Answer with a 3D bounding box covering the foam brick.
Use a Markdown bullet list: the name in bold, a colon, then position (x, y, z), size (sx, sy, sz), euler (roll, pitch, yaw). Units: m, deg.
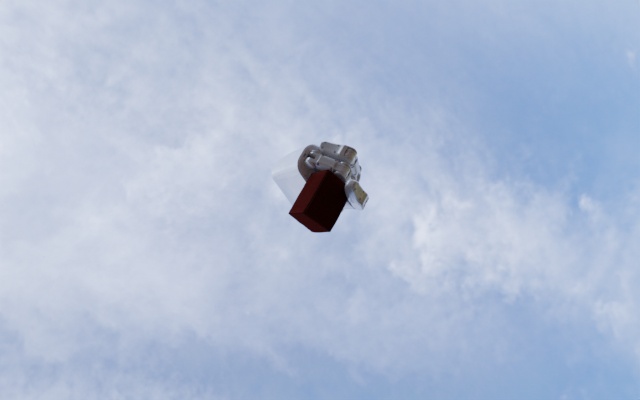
- **foam brick**: position (0.000, 0.002, 0.702), size (0.053, 0.078, 0.051), euler (39, -23, -23)
